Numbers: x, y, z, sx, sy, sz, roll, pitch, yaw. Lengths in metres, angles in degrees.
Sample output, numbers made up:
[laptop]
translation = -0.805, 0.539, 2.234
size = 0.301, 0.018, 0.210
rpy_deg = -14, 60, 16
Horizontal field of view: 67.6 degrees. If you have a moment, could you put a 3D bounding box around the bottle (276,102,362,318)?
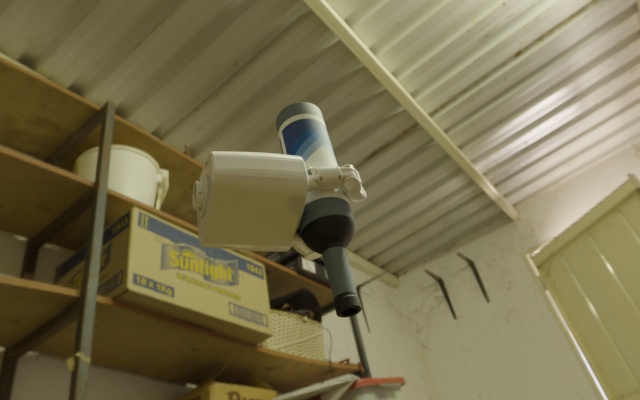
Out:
[bottle]
translation = 0.000, 0.002, 0.586
size = 0.069, 0.295, 0.069
rpy_deg = -10, -36, -7
